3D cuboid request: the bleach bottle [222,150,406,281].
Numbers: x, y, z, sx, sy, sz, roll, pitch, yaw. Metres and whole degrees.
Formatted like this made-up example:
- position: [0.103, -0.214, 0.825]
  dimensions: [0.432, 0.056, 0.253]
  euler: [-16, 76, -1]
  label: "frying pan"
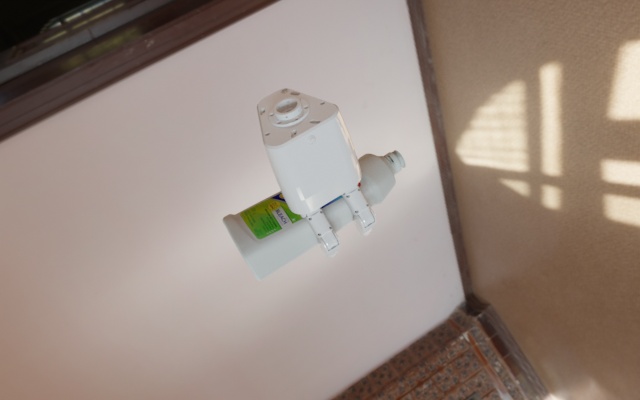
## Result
- position: [0.000, 0.002, 0.645]
  dimensions: [0.251, 0.068, 0.102]
  euler: [-31, 43, -10]
  label: "bleach bottle"
